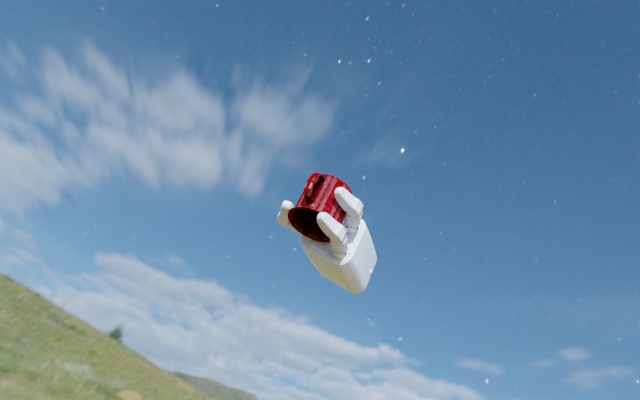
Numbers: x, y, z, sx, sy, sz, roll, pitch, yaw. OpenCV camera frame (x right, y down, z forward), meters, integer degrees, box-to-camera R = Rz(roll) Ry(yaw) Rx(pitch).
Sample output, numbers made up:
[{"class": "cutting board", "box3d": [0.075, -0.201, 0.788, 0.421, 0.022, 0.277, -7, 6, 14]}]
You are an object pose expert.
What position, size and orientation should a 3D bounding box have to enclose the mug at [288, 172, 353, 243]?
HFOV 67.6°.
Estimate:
[{"class": "mug", "box3d": [0.000, 0.001, 0.786, 0.093, 0.081, 0.117, 7, -38, 28]}]
